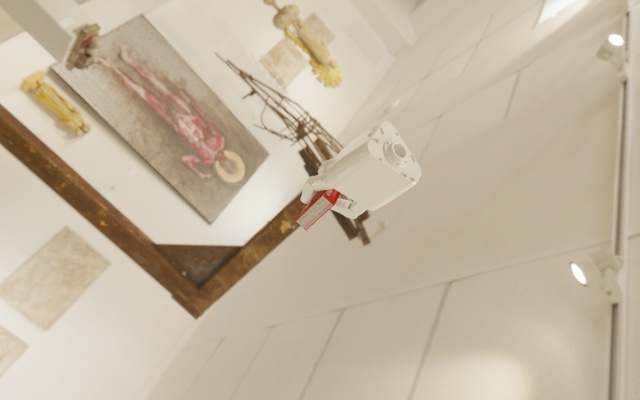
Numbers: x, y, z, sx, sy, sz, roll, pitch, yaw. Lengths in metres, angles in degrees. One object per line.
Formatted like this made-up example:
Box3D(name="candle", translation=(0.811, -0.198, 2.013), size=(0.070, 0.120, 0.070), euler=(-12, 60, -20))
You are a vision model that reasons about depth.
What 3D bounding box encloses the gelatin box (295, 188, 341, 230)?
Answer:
Box3D(name="gelatin box", translation=(0.000, 0.003, 0.854), size=(0.089, 0.030, 0.073), euler=(-44, 9, 36))
